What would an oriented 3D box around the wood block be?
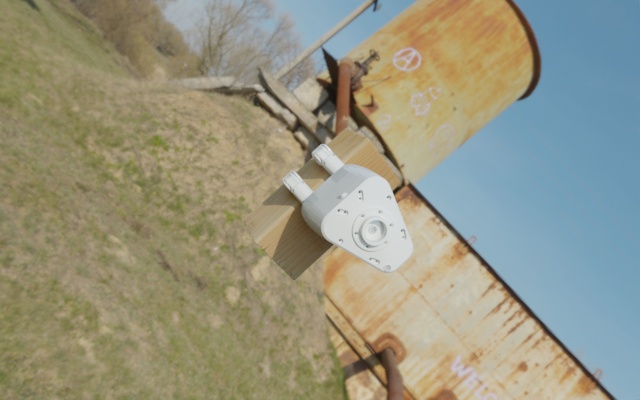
[{"bbox_3d":[0.001,0.003,0.692,0.206,0.091,0.090,-42,26,-3],"label":"wood block"}]
